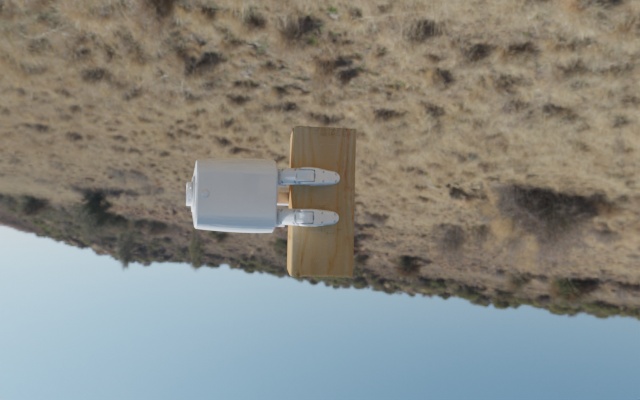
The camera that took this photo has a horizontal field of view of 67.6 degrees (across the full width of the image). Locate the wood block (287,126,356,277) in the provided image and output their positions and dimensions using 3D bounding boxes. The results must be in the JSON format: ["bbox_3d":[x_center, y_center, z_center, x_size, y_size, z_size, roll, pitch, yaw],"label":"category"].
[{"bbox_3d":[0.000,0.002,0.700,0.090,0.206,0.091,2,-1,-7],"label":"wood block"}]
